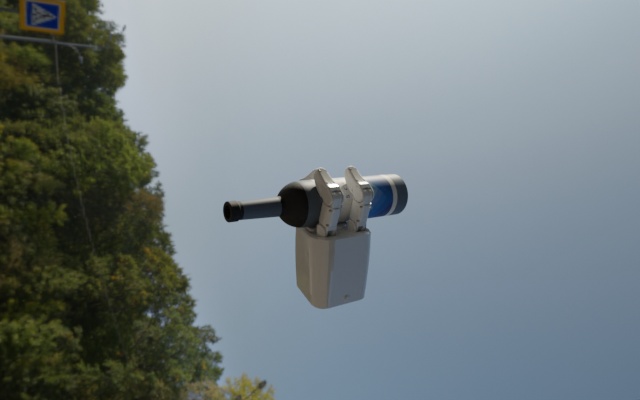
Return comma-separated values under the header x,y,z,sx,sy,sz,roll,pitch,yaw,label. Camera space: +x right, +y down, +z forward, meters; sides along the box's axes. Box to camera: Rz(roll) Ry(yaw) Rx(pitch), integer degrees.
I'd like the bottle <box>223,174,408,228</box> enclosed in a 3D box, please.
x,y,z,sx,sy,sz,roll,pitch,yaw,label
0.000,0.002,0.694,0.295,0.069,0.069,-6,3,-36,bottle
